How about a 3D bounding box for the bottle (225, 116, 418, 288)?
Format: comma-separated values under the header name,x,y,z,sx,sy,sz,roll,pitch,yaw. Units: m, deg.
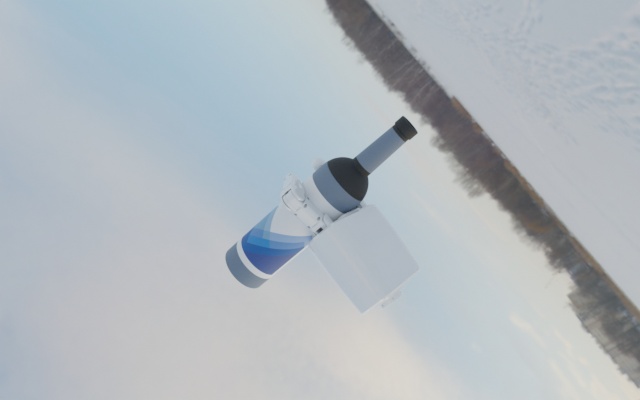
name,x,y,z,sx,sy,sz,roll,pitch,yaw
bottle,0.000,0.002,0.605,0.296,0.069,0.069,-41,-16,19
